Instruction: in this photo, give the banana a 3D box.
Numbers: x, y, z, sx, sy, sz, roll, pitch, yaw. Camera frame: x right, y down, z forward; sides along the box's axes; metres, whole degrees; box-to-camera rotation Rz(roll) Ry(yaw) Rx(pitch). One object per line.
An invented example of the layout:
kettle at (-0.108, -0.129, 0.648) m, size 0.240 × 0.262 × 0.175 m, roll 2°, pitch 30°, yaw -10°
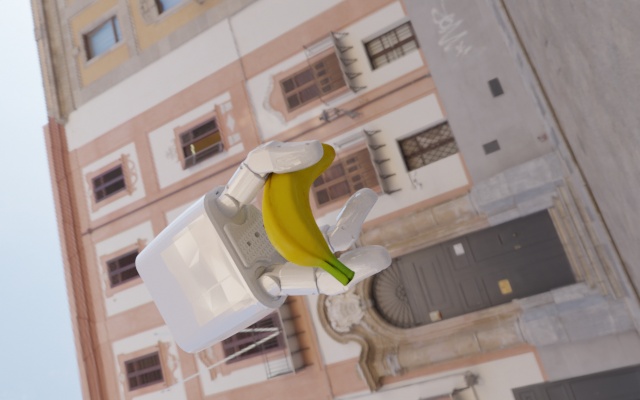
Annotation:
banana at (-0.015, -0.005, 0.403) m, size 0.070 × 0.037 × 0.197 m, roll 30°, pitch 29°, yaw -21°
